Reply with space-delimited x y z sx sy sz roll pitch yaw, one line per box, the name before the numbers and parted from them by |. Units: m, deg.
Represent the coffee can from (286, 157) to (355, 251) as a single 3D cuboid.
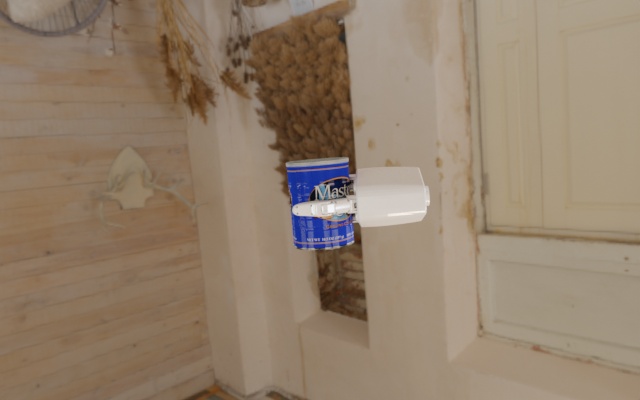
coffee can | 0.000 0.002 0.787 0.103 0.140 0.103 -5 7 1
